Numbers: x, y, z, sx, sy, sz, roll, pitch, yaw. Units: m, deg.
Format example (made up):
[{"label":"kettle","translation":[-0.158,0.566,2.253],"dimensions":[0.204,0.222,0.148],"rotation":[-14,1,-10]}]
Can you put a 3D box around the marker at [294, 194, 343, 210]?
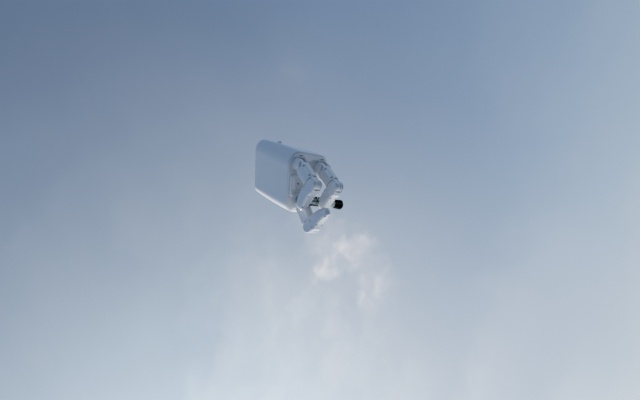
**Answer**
[{"label":"marker","translation":[0.000,0.003,0.872],"dimensions":[0.020,0.020,0.121],"rotation":[0,-5,42]}]
